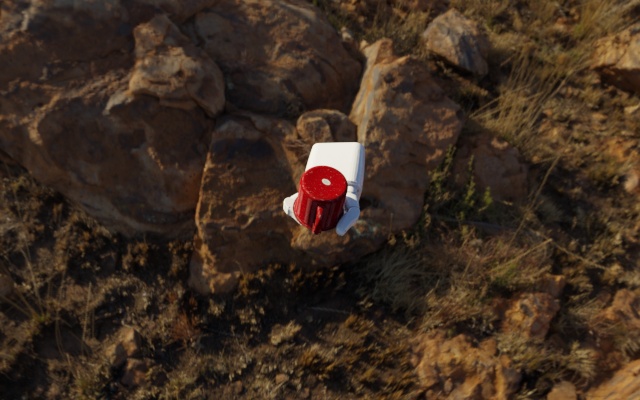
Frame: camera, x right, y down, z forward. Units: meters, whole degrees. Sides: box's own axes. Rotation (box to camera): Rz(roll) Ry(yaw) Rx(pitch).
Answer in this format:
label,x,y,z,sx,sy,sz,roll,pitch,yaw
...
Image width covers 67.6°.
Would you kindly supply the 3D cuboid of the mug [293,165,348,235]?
label,x,y,z,sx,sy,sz,roll,pitch,yaw
mug,0.000,0.004,0.818,0.093,0.117,0.082,11,-37,-2
